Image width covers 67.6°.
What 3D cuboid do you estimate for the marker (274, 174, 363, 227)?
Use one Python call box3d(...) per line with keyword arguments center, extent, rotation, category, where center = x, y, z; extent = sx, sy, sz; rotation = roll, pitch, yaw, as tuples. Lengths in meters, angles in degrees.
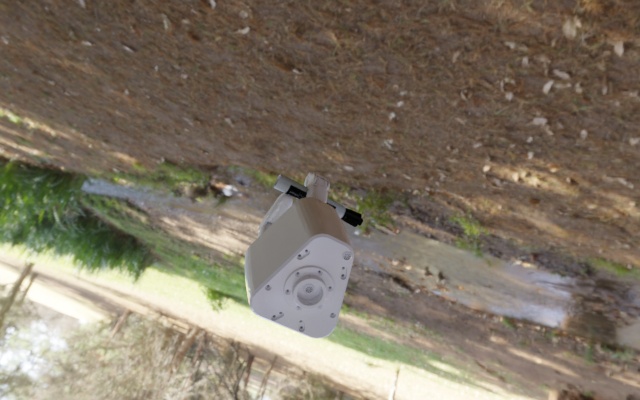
box3d(center=(0.000, 0.002, 0.589), extent=(0.121, 0.020, 0.020), rotation=(27, -8, -16), category="marker")
